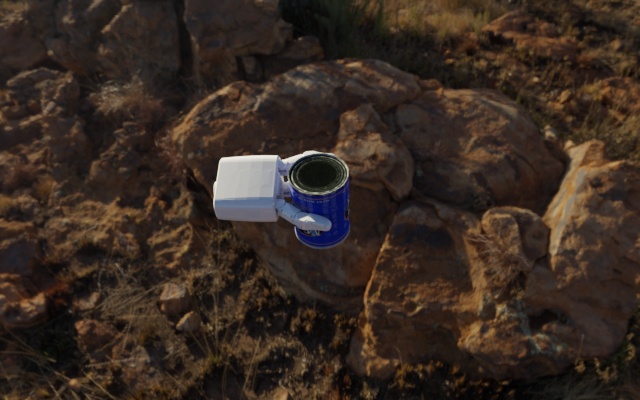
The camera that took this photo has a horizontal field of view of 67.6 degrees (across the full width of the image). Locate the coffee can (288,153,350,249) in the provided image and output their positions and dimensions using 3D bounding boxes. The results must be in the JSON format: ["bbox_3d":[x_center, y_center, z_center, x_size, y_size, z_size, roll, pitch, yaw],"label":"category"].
[{"bbox_3d":[0.000,0.003,0.840,0.103,0.102,0.140,0,-44,4],"label":"coffee can"}]
